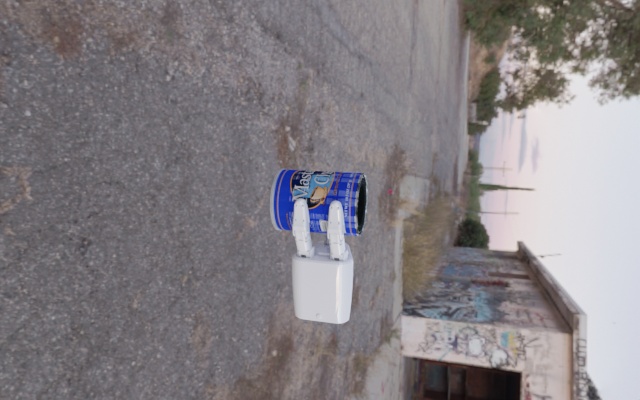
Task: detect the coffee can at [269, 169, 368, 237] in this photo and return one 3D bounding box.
[{"bbox_3d":[0.000,0.002,0.778,0.140,0.103,0.103,4,1,14],"label":"coffee can"}]
